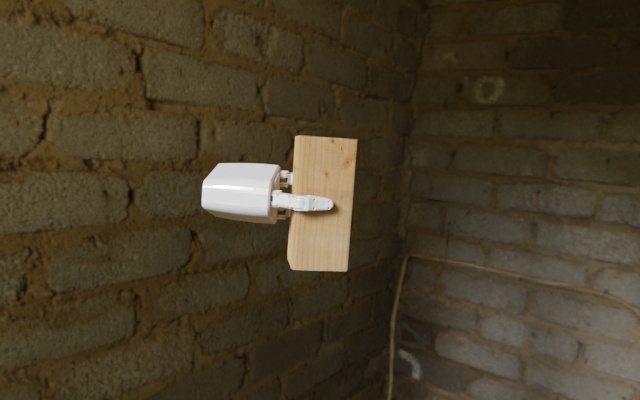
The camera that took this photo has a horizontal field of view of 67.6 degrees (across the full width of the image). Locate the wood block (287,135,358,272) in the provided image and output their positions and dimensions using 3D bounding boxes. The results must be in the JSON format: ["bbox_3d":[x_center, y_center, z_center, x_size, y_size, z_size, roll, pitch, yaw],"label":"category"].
[{"bbox_3d":[0.000,0.002,0.768,0.090,0.206,0.091,3,6,-9],"label":"wood block"}]
